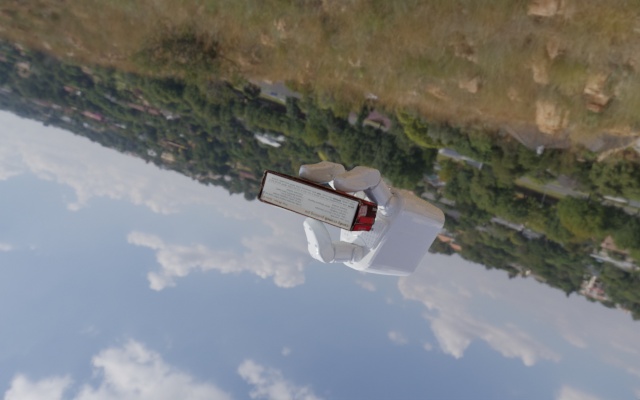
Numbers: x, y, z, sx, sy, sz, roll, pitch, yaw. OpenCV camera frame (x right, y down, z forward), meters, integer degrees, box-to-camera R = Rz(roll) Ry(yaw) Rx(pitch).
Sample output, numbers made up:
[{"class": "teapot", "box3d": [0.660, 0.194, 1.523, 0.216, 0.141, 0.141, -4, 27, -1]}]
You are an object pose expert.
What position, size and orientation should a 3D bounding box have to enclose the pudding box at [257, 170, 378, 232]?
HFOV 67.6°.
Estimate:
[{"class": "pudding box", "box3d": [0.000, 0.002, 0.528, 0.113, 0.039, 0.090, 16, 1, 18]}]
